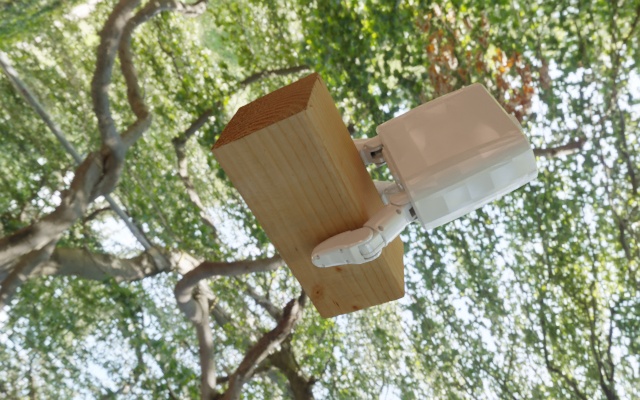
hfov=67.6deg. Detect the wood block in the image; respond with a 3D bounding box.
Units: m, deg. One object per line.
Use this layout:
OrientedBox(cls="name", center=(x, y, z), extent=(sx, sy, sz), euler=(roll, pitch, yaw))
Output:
OrientedBox(cls="wood block", center=(0.000, 0.002, 0.449), extent=(0.090, 0.206, 0.090), euler=(-19, 29, 20))
